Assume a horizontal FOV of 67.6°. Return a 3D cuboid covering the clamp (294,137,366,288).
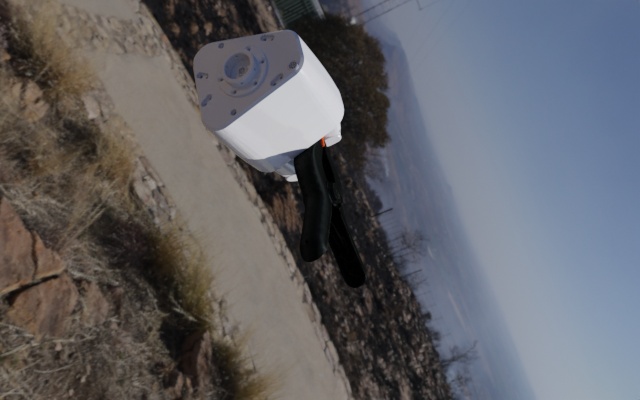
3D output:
[{"bbox_3d":[0.001,0.001,0.486,0.039,0.171,0.120,-21,-21,12],"label":"clamp"}]
